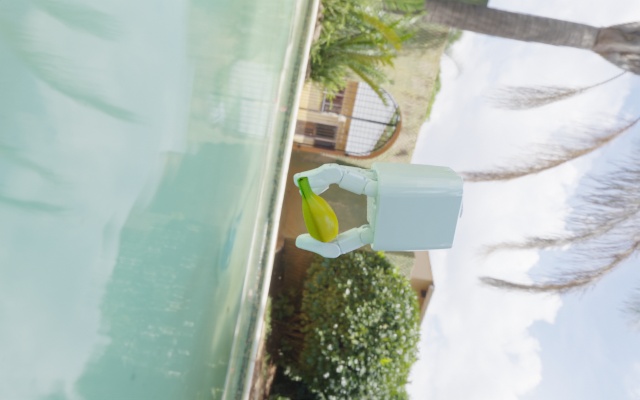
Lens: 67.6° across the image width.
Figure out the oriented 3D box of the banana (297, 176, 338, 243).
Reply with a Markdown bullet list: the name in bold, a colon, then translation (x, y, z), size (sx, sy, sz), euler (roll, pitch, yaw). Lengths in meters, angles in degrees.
- **banana**: translation (0.002, 0.020, 0.599), size (0.037, 0.069, 0.198), euler (-8, -9, 2)
